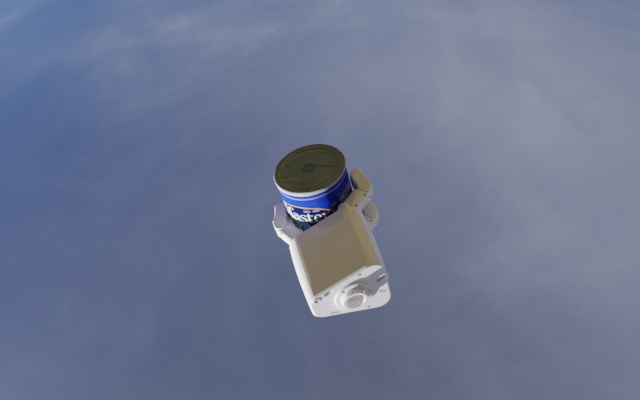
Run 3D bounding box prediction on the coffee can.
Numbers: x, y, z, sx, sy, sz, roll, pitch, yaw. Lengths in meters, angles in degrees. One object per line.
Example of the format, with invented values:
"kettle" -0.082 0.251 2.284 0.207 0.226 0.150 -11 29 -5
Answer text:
"coffee can" 0.000 0.002 0.709 0.103 0.102 0.140 0 -44 19
